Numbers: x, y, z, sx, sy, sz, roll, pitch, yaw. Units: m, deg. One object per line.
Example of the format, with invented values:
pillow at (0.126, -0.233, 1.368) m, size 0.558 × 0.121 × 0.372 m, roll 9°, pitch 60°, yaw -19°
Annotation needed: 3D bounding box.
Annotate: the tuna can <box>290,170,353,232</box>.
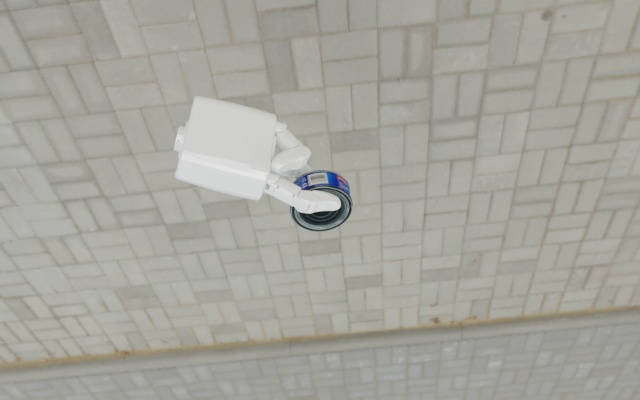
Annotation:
tuna can at (0.000, 0.003, 0.644) m, size 0.086 × 0.086 × 0.033 m, roll 0°, pitch 42°, yaw -8°
